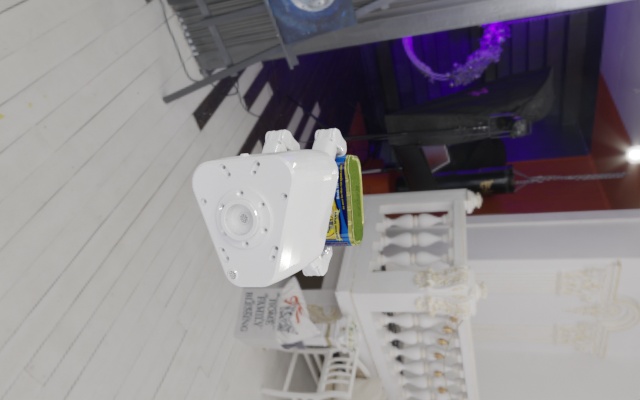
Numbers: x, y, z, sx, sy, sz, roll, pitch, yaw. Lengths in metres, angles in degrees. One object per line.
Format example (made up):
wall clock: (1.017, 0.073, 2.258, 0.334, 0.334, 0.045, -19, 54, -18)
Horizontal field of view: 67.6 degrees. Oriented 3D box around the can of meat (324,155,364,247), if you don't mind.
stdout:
can of meat: (0.000, 0.002, 0.521, 0.084, 0.102, 0.057, -3, 2, 19)
